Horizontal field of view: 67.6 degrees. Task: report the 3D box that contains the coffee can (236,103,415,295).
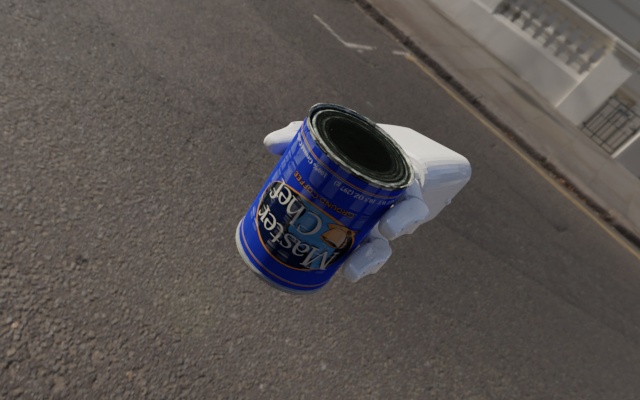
[{"bbox_3d":[0.000,0.001,0.422,0.103,0.102,0.140,0,-43,-43],"label":"coffee can"}]
